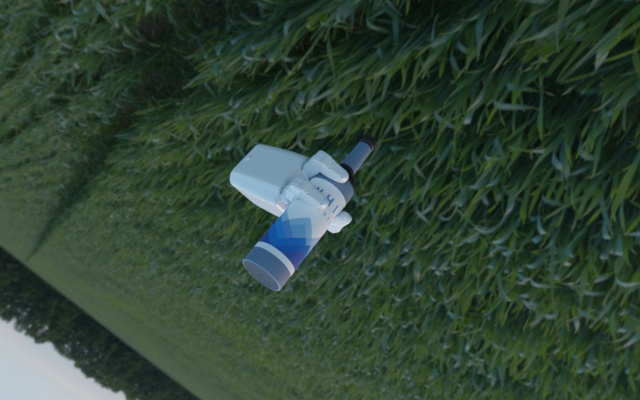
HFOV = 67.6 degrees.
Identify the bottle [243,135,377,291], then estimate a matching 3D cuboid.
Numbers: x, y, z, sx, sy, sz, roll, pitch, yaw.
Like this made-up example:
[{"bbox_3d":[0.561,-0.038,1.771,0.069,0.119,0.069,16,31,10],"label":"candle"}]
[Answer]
[{"bbox_3d":[0.000,0.003,0.730,0.069,0.069,0.295,0,44,51],"label":"bottle"}]
